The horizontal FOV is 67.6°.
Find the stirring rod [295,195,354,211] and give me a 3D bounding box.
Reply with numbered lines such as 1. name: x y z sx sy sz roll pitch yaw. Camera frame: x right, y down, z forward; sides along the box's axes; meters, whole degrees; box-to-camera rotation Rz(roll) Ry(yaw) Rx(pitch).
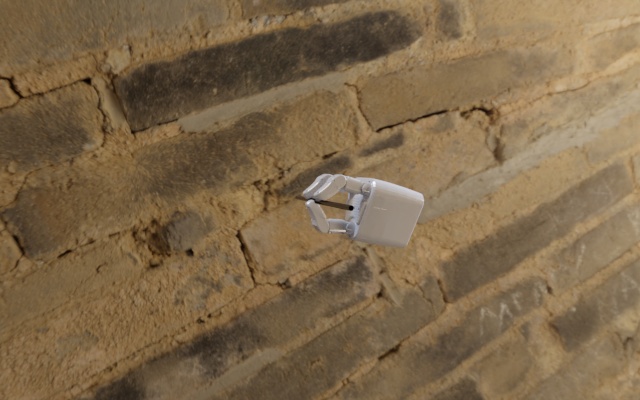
1. stirring rod: 0.000 0.003 0.780 0.011 0.011 0.239 0 4 -21
